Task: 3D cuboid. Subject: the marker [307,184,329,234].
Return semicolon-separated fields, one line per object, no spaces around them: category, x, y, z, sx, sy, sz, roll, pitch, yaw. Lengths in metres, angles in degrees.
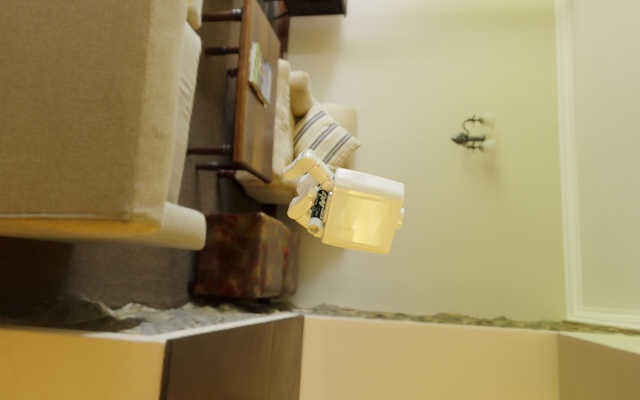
marker;0.000;0.002;0.699;0.020;0.020;0.121;0;39;11
